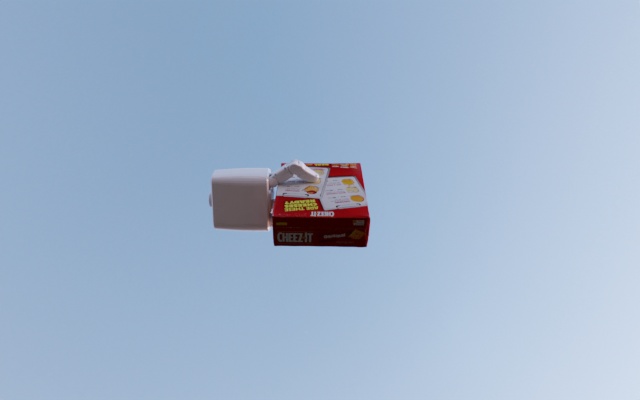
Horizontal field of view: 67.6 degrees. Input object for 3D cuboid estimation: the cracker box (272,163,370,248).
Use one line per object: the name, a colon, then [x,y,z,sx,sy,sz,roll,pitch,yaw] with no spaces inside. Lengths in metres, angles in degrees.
cracker box: [0.000,0.003,0.888,0.164,0.072,0.213,0,30,0]
